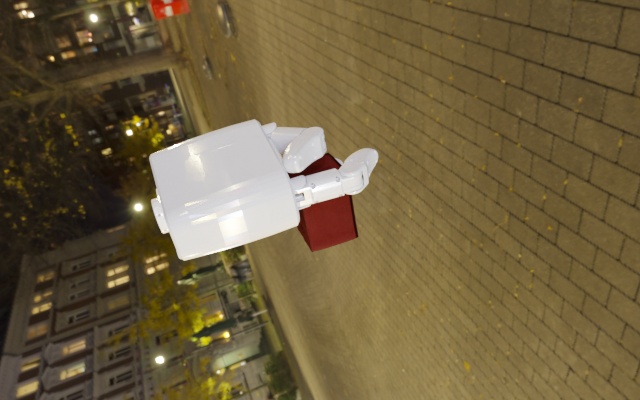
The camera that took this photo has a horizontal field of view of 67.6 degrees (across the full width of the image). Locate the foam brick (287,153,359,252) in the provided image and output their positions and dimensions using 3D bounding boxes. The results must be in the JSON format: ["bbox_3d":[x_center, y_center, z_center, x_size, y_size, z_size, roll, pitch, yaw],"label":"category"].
[{"bbox_3d":[0.000,0.002,0.475,0.051,0.078,0.053,-19,32,-13],"label":"foam brick"}]
